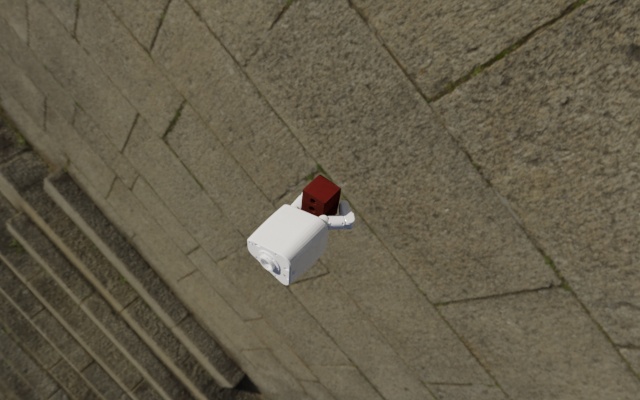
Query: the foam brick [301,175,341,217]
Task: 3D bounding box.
[{"bbox_3d":[0.000,0.003,0.893,0.053,0.078,0.051,33,54,21],"label":"foam brick"}]
